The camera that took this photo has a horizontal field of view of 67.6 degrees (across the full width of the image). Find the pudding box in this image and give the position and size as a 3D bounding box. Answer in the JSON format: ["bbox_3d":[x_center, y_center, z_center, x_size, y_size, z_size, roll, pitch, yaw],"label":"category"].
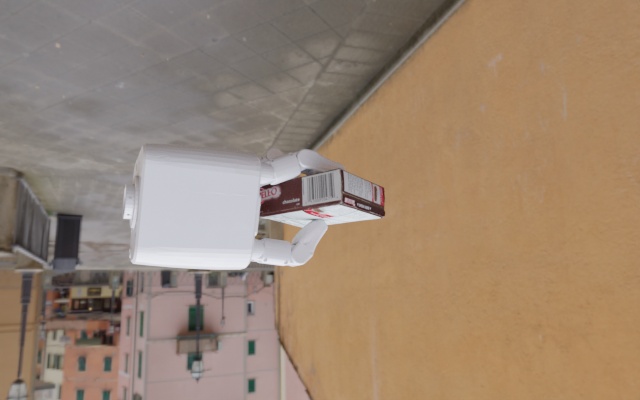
[{"bbox_3d":[0.000,0.002,0.517,0.113,0.039,0.090,-8,-15,35],"label":"pudding box"}]
